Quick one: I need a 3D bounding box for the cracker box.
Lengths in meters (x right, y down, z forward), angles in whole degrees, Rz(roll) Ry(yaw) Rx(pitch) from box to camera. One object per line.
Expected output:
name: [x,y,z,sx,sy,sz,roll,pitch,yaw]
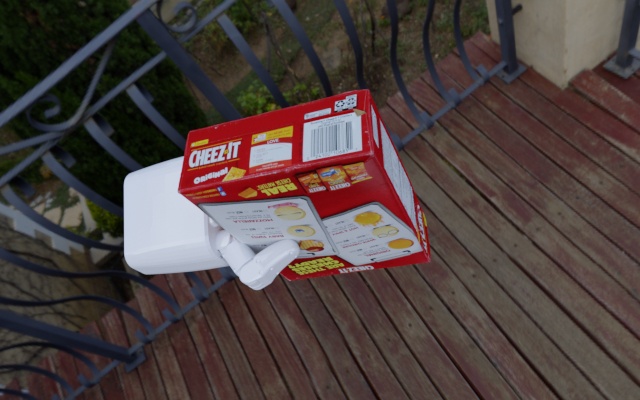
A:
cracker box: [0.000,0.002,0.450,0.164,0.072,0.214,-10,-31,19]
